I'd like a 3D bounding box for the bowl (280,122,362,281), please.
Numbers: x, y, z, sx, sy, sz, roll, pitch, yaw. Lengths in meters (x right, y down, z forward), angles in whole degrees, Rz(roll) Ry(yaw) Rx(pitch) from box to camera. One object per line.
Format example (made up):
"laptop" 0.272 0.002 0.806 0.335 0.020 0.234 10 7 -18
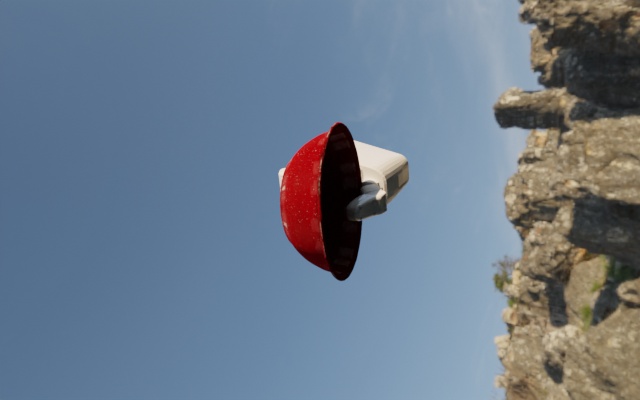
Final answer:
"bowl" -0.001 0.002 0.496 0.055 0.162 0.162 -1 0 18
